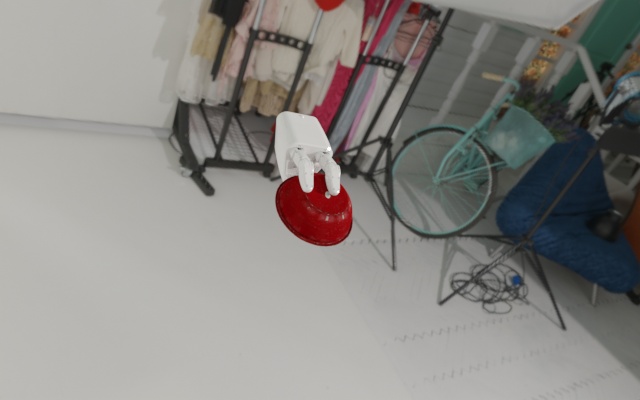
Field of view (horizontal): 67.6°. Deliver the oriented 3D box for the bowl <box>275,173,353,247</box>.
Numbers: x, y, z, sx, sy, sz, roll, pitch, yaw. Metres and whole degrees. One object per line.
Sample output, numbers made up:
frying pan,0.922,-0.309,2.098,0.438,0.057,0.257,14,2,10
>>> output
bowl,0.001,0.004,0.885,0.162,0.162,0.055,0,-34,-31
